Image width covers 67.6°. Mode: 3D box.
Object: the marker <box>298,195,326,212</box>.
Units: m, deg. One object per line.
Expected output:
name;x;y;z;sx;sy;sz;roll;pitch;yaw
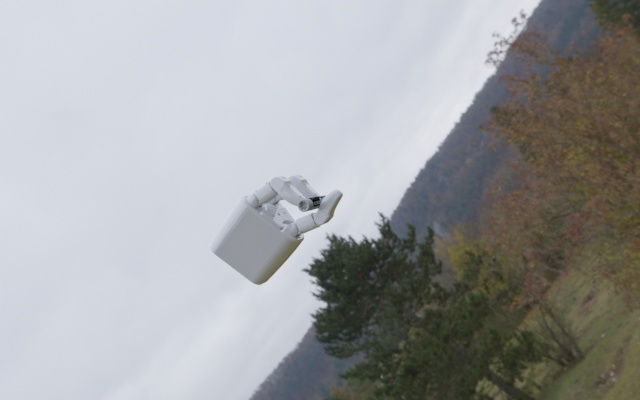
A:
marker;0.000;0.002;0.732;0.020;0.020;0.121;0;5;24
